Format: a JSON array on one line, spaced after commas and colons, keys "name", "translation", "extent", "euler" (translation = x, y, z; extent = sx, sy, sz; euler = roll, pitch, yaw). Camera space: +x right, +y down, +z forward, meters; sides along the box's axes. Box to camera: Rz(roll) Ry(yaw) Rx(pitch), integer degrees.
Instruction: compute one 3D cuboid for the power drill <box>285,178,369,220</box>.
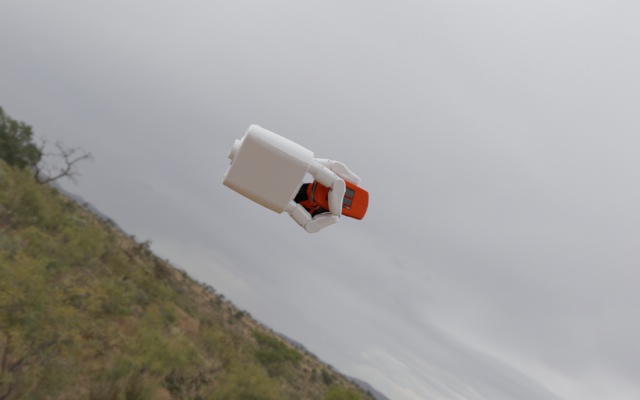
[{"name": "power drill", "translation": [0.000, 0.003, 0.860], "extent": [0.184, 0.057, 0.187], "euler": [20, -14, -32]}]
